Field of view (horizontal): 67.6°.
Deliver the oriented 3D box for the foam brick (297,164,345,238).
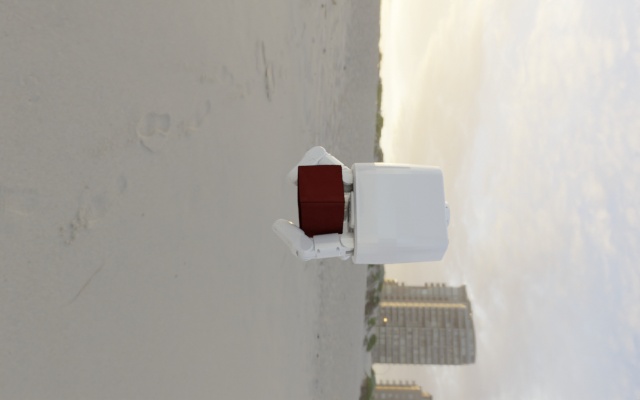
[{"bbox_3d":[0.000,0.002,0.550,0.051,0.053,0.078,-1,-34,-1],"label":"foam brick"}]
